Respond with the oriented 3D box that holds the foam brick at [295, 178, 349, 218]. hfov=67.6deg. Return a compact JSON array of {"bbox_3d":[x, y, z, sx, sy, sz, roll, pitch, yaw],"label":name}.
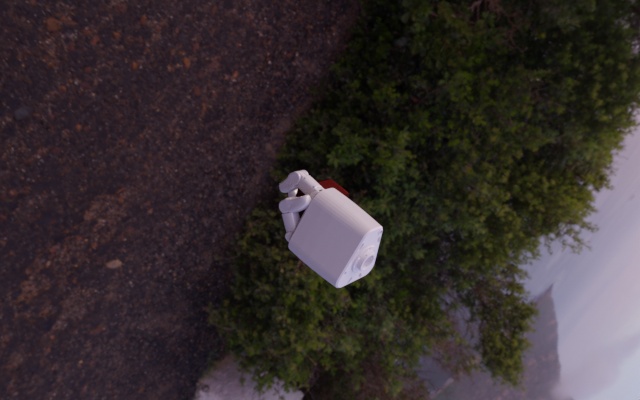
[{"bbox_3d":[0.000,0.002,0.796,0.051,0.053,0.078,37,33,30],"label":"foam brick"}]
